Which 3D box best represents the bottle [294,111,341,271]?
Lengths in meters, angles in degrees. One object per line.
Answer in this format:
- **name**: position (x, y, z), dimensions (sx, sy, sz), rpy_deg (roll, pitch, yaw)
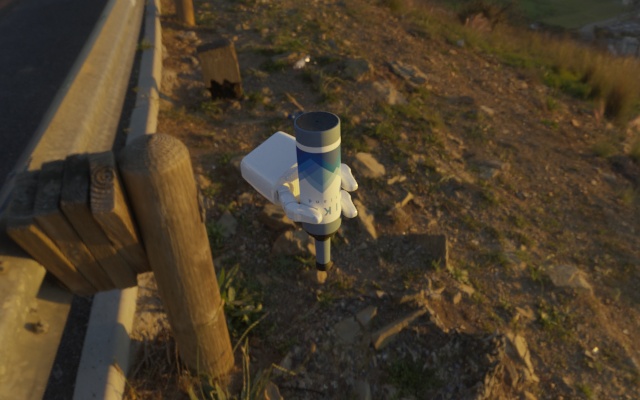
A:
- **bottle**: position (0.000, 0.002, 0.778), dimensions (0.069, 0.296, 0.069), rpy_deg (-2, 37, 1)
